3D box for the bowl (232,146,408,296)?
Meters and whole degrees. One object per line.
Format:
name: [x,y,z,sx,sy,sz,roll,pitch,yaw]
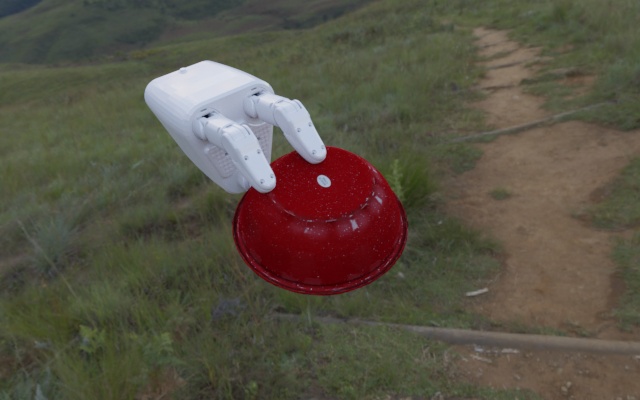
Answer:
bowl: [0.001,0.002,0.423,0.162,0.162,0.055,0,-43,-1]
